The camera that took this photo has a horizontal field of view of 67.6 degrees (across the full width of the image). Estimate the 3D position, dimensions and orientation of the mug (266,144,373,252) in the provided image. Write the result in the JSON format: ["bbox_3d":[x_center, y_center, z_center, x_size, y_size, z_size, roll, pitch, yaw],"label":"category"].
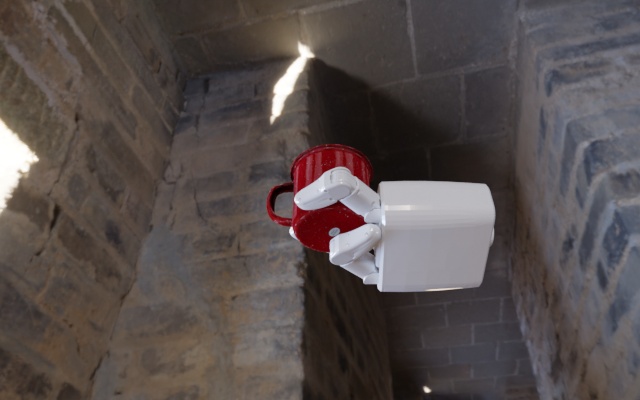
[{"bbox_3d":[-0.001,0.002,0.509,0.117,0.081,0.093,-2,-40,3],"label":"mug"}]
